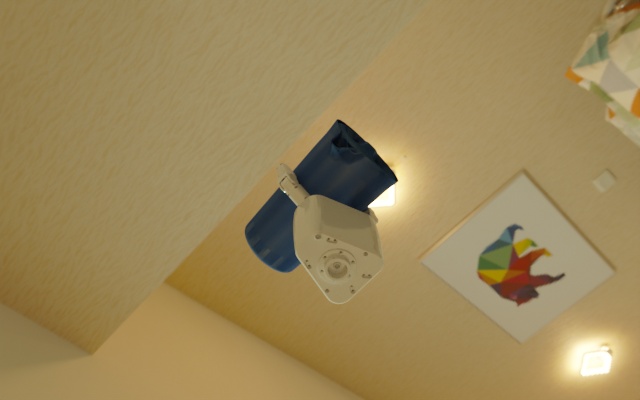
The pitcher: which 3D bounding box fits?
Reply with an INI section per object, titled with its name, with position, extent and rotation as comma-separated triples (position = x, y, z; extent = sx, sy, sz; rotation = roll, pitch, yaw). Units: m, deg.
[pitcher]
position = 0.000, 0.003, 0.766
extent = 0.149, 0.243, 0.145
rotation = 40, 16, -18
